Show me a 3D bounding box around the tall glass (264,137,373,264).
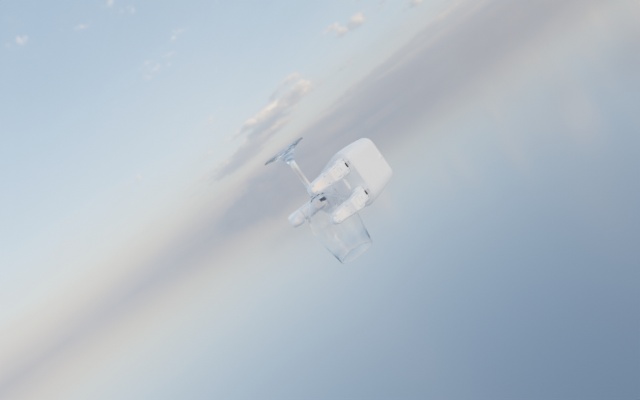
[{"bbox_3d":[0.000,0.002,0.756,0.079,0.201,0.079,-36,4,3],"label":"tall glass"}]
